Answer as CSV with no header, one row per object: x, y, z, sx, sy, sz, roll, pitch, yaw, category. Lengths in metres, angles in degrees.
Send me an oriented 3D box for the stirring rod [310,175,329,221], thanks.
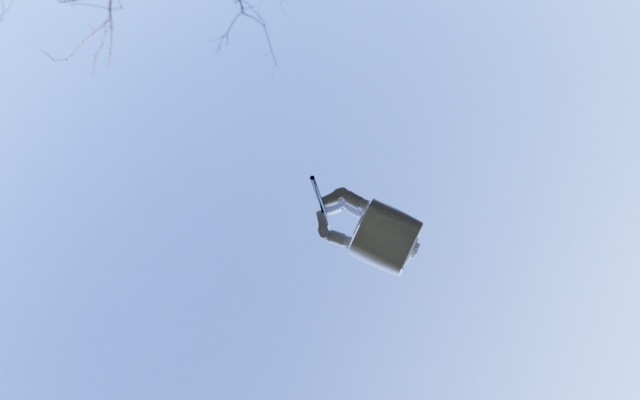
0.000,0.003,0.866,0.011,0.011,0.240,0,-19,7,stirring rod
